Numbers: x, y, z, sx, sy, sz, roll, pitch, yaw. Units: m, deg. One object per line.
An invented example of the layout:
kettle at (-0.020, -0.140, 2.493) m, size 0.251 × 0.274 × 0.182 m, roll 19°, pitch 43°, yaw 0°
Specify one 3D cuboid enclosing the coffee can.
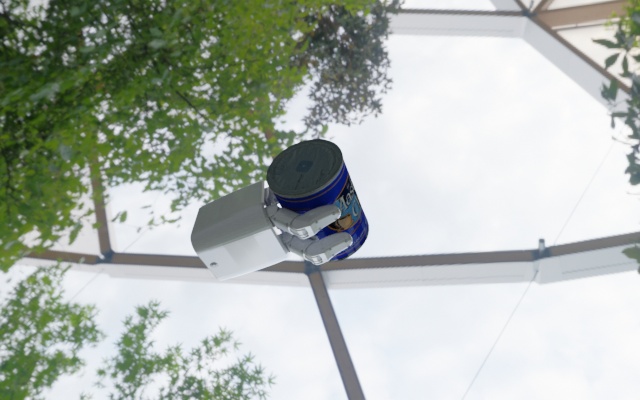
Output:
coffee can at (0.000, 0.002, 0.649) m, size 0.103 × 0.102 × 0.140 m, roll 0°, pitch -42°, yaw 25°
